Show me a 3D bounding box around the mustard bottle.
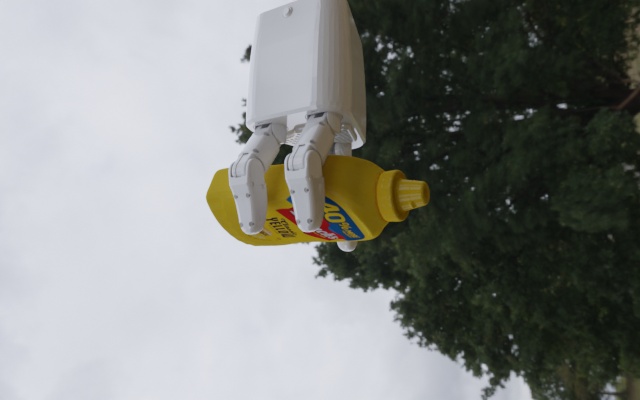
[{"bbox_3d":[0.000,0.002,0.416,0.191,0.058,0.096,-6,-38,31],"label":"mustard bottle"}]
